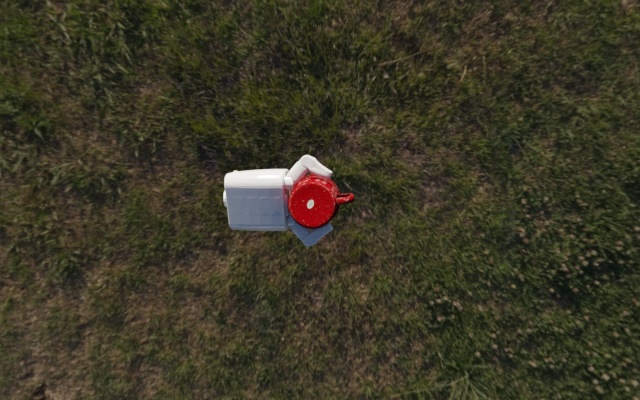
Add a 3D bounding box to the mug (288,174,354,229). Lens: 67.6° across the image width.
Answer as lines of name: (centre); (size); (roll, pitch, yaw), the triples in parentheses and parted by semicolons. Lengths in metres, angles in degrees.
mug: (0.002, 0.003, 0.829); (0.117, 0.093, 0.081); (-3, 7, 4)
